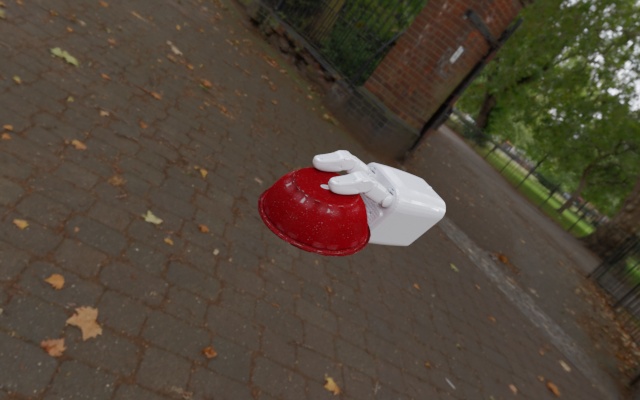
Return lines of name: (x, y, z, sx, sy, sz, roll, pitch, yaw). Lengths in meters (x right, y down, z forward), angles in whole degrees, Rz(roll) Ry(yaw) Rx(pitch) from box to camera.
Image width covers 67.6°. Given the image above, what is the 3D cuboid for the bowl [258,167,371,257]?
bowl: (-0.001, 0.002, 0.640, 0.162, 0.055, 0.162, 15, 31, -9)
